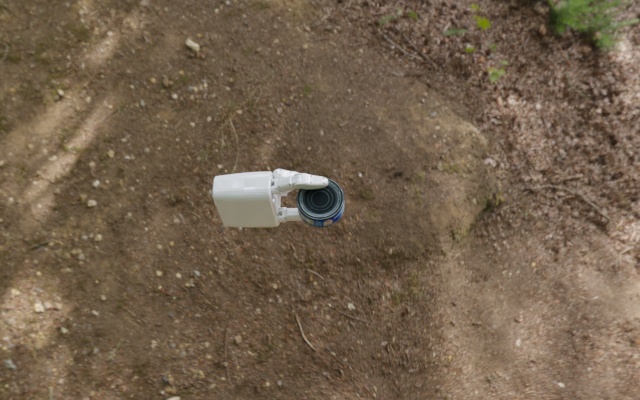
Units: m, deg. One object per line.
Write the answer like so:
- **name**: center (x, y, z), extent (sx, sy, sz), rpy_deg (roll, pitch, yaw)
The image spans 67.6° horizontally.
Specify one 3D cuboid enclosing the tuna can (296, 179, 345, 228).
- **tuna can**: center (0.000, 0.003, 0.851), extent (0.086, 0.086, 0.034), rpy_deg (0, -26, 3)
